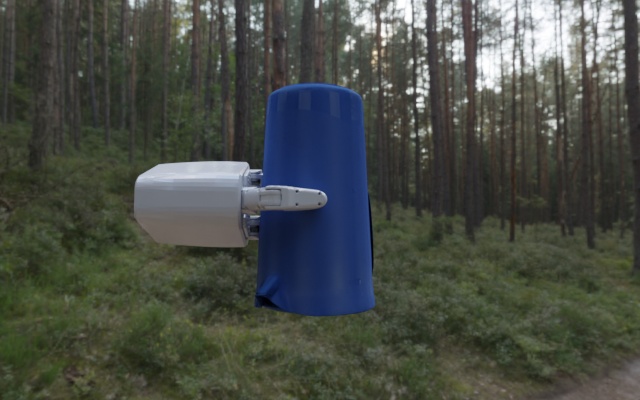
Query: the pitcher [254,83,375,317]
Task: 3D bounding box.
[{"bbox_3d":[0.000,0.002,0.542,0.145,0.243,0.149,1,-3,-4],"label":"pitcher"}]
